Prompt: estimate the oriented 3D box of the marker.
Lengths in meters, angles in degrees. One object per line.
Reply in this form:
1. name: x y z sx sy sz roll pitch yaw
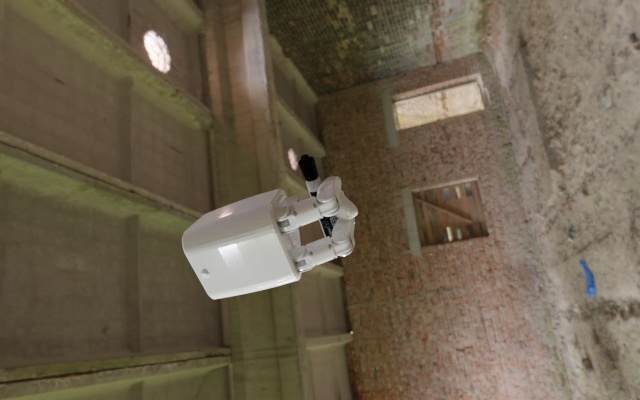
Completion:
1. marker: 0.000 0.002 0.551 0.020 0.121 0.020 -15 28 8
